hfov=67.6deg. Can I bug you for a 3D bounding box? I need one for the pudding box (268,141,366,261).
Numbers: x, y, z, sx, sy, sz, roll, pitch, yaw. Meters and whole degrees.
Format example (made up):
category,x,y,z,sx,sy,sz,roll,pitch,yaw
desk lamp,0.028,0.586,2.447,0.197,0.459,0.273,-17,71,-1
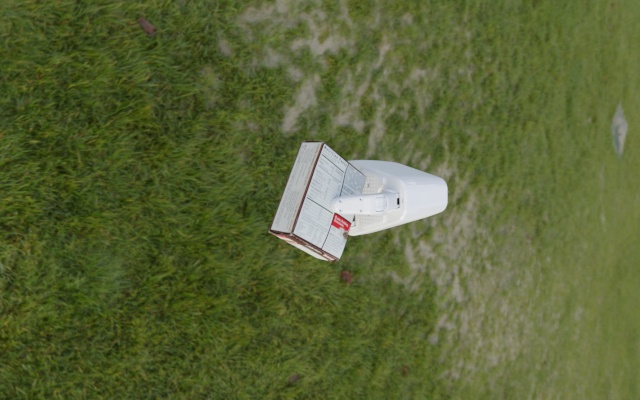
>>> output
category,x,y,z,sx,sy,sz,roll,pitch,yaw
pudding box,0.000,0.002,0.538,0.039,0.113,0.090,2,-22,43
